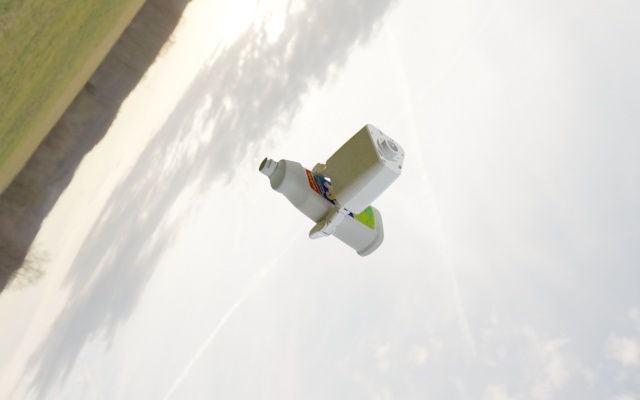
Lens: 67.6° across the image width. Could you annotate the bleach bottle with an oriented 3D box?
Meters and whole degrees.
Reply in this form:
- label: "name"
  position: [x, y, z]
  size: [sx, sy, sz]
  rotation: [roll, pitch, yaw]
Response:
- label: "bleach bottle"
  position: [0.000, 0.003, 0.853]
  size: [0.251, 0.102, 0.068]
  rotation: [31, -55, -24]
